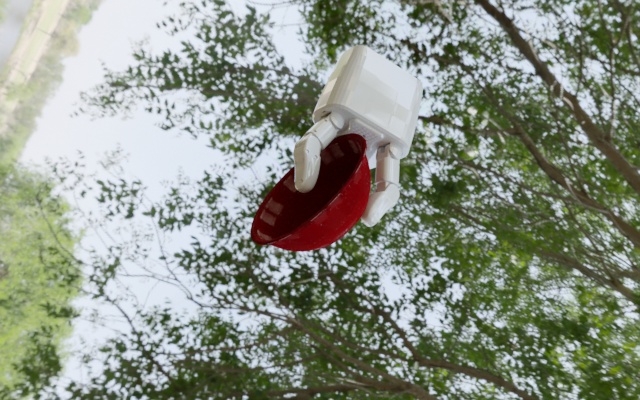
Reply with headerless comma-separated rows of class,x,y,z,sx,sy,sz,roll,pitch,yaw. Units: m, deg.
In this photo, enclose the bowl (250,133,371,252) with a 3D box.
bowl,0.000,0.003,0.521,0.055,0.162,0.162,47,-22,-22
